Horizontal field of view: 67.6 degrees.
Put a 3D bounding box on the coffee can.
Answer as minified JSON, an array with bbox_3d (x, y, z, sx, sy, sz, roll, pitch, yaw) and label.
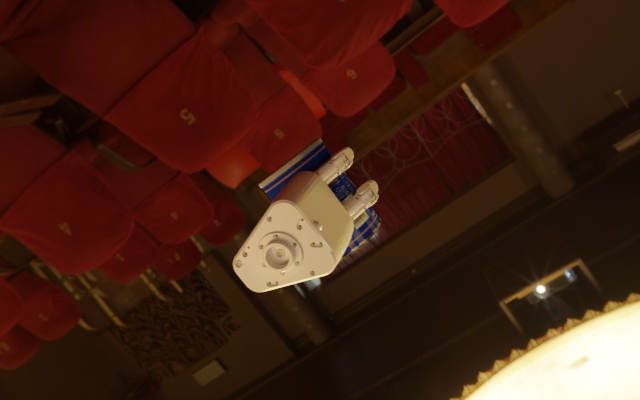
[{"bbox_3d":[0.000,0.002,0.641,0.103,0.140,0.103,-37,7,5],"label":"coffee can"}]
